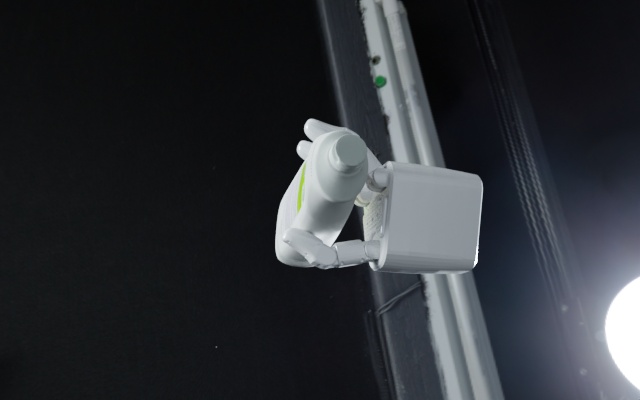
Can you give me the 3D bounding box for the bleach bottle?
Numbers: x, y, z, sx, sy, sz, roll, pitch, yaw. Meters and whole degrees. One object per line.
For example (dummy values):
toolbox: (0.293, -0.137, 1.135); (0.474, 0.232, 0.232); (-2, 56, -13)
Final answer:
bleach bottle: (0.000, 0.002, 0.513); (0.068, 0.102, 0.251); (5, -18, -11)
